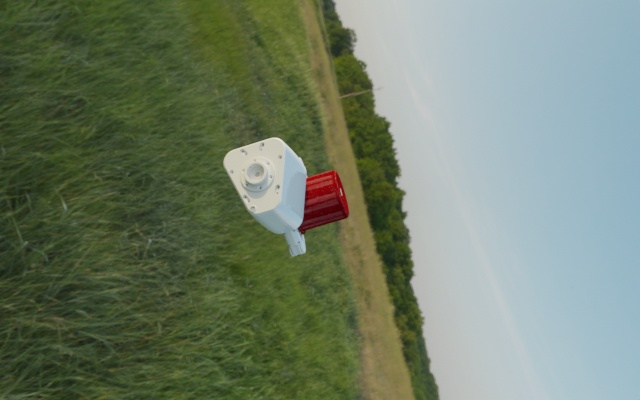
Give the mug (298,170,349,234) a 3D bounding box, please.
[{"bbox_3d":[0.001,0.003,0.789,0.081,0.093,0.117,-16,-17,8],"label":"mug"}]
